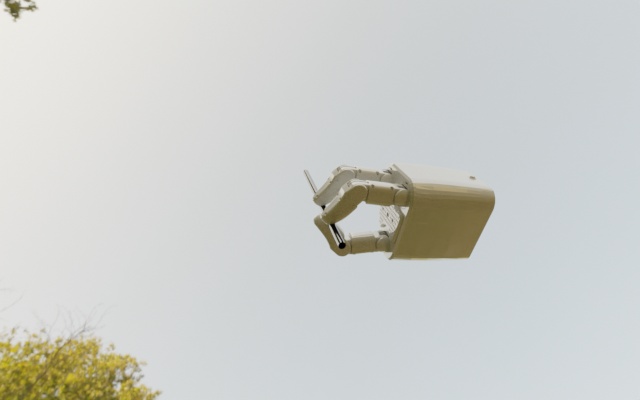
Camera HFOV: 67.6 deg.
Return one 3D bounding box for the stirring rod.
[{"bbox_3d":[0.000,0.002,0.591,0.011,0.011,0.239,0,21,-11],"label":"stirring rod"}]
